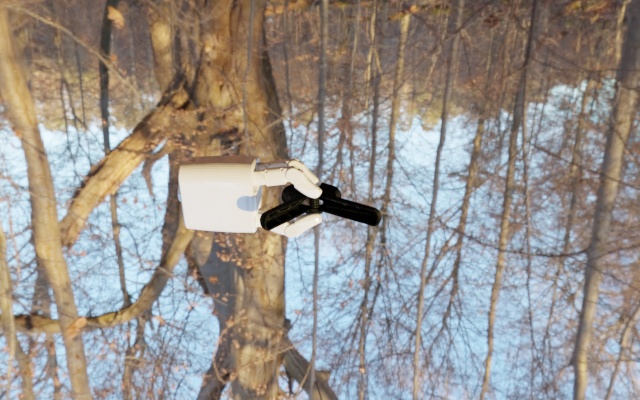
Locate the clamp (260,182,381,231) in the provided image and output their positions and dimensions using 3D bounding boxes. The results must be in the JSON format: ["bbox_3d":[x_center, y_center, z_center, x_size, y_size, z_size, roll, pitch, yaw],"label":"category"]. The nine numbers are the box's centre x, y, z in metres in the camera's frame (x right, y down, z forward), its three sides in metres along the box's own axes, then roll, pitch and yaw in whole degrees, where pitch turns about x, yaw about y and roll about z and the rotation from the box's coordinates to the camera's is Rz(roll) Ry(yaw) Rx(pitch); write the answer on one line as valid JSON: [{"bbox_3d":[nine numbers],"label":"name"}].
[{"bbox_3d":[0.000,0.003,0.726,0.164,0.036,0.210,1,16,-1],"label":"clamp"}]
